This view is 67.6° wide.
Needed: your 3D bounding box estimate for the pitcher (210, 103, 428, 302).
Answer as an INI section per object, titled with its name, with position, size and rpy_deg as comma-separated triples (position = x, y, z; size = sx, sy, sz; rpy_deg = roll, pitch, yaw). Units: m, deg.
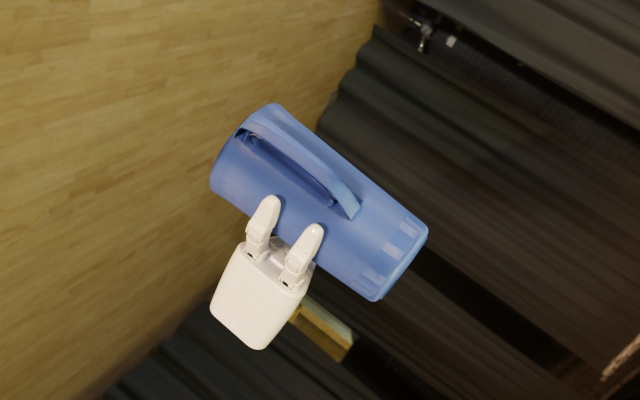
[pitcher]
position = 0.000, 0.002, 0.554
size = 0.243, 0.145, 0.149
rpy_deg = 37, 28, 10
